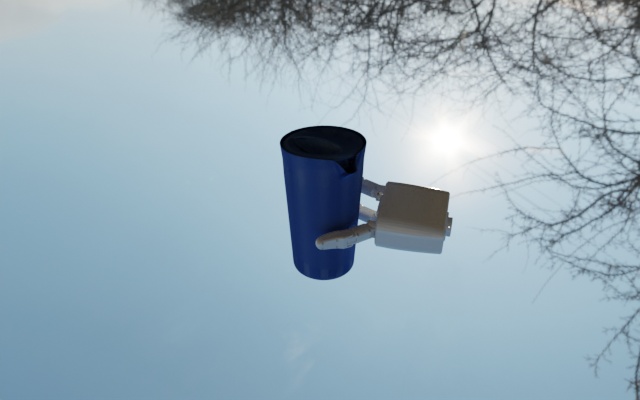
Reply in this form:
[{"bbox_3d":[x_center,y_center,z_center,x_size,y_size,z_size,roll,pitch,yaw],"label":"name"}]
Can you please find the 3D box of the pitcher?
[{"bbox_3d":[0.000,0.003,0.794,0.145,0.243,0.149,7,31,12],"label":"pitcher"}]
